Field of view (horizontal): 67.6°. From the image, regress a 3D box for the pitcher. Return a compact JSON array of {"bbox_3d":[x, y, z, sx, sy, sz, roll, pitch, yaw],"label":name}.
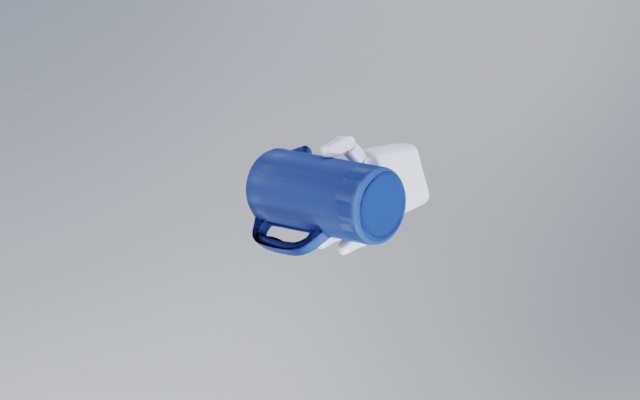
[{"bbox_3d":[0.000,0.002,0.722,0.145,0.149,0.243,-16,18,-39],"label":"pitcher"}]
